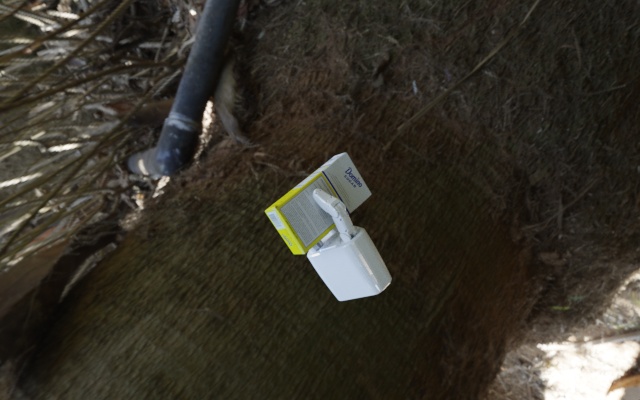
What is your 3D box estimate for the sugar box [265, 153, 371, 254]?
[{"bbox_3d":[0.000,0.003,0.819,0.176,0.093,0.048,-40,15,-31],"label":"sugar box"}]
